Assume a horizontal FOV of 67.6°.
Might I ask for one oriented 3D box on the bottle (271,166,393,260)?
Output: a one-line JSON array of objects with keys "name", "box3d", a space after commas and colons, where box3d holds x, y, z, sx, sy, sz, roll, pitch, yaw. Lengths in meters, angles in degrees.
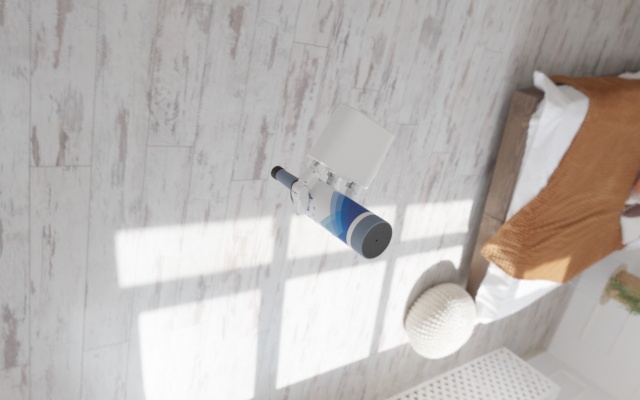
[{"name": "bottle", "box3d": [0.000, 0.003, 0.833, 0.069, 0.069, 0.295, 0, 24, -40]}]
